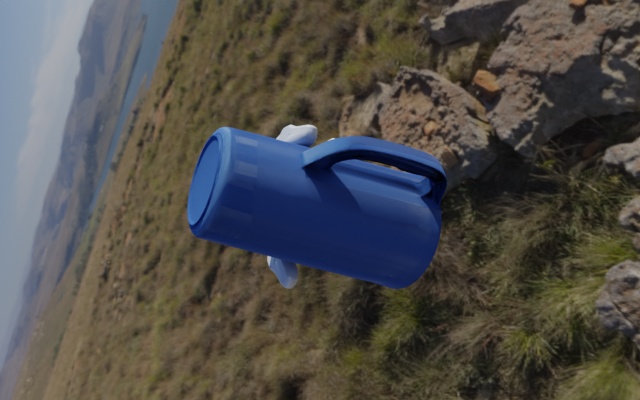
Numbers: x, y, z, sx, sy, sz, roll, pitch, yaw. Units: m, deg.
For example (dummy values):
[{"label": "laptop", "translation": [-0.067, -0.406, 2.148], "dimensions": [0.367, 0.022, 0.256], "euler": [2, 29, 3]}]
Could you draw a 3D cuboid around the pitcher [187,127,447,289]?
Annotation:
[{"label": "pitcher", "translation": [0.000, 0.002, 0.491], "dimensions": [0.243, 0.149, 0.145], "euler": [15, 1, -27]}]
